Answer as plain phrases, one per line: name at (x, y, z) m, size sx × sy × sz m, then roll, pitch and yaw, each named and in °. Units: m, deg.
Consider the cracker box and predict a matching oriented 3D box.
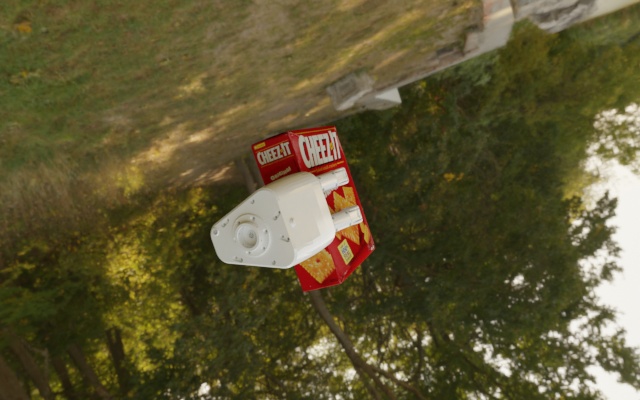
cracker box at (0.000, 0.003, 0.703) m, size 0.072 × 0.214 × 0.164 m, roll -17°, pitch 4°, yaw 26°
